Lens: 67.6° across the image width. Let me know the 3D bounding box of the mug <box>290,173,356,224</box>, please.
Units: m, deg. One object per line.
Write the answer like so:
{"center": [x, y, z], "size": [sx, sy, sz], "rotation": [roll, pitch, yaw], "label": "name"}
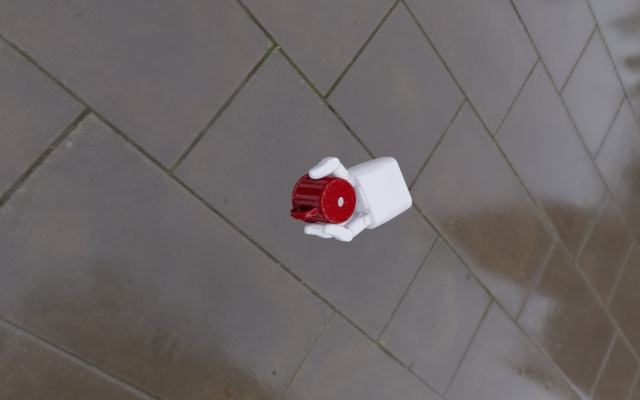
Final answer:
{"center": [-0.001, 0.003, 0.839], "size": [0.117, 0.093, 0.081], "rotation": [-26, 19, -32], "label": "mug"}
